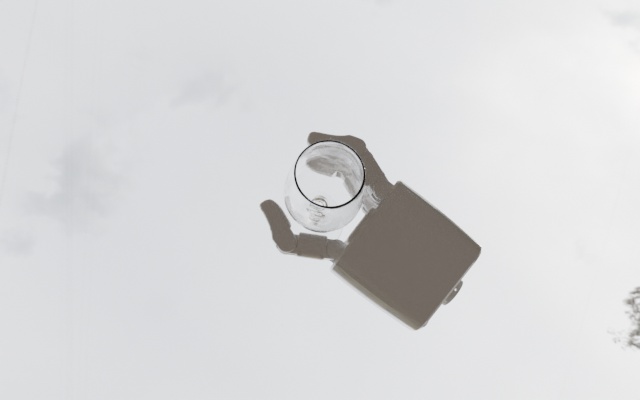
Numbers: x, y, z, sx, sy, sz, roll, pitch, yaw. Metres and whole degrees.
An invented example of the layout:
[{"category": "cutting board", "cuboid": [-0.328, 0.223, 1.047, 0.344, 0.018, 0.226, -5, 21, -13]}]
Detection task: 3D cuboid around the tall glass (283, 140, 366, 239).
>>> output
[{"category": "tall glass", "cuboid": [0.000, 0.002, 0.502, 0.079, 0.079, 0.201, 0, -15, -4]}]
